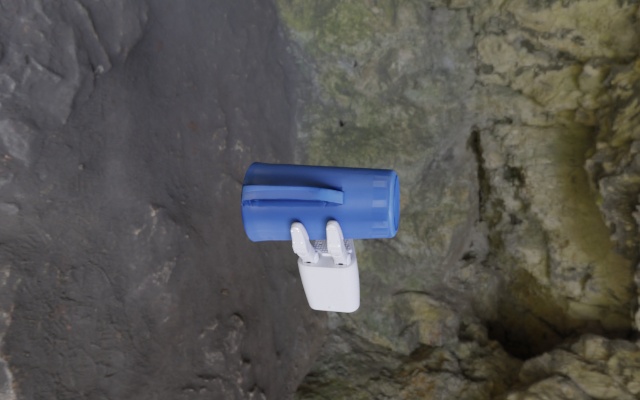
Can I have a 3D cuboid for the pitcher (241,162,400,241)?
[{"bbox_3d":[0.000,0.003,0.766,0.243,0.145,0.149,0,36,14],"label":"pitcher"}]
